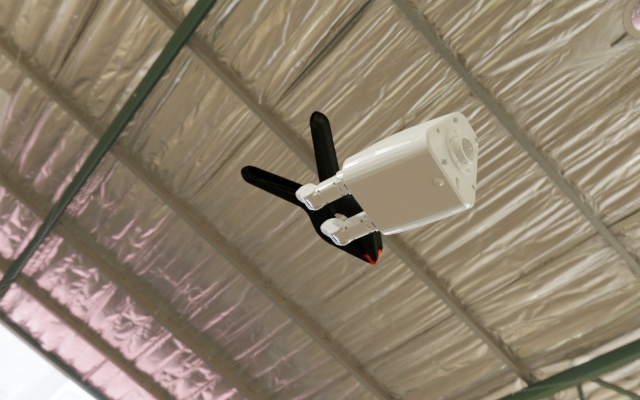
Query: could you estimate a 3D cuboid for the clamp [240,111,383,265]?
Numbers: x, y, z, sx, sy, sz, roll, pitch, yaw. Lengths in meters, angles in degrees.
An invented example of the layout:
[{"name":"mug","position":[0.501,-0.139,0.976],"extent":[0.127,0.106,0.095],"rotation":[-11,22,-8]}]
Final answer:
[{"name":"clamp","position":[0.001,0.002,0.612],"extent":[0.164,0.210,0.036],"rotation":[-20,24,42]}]
